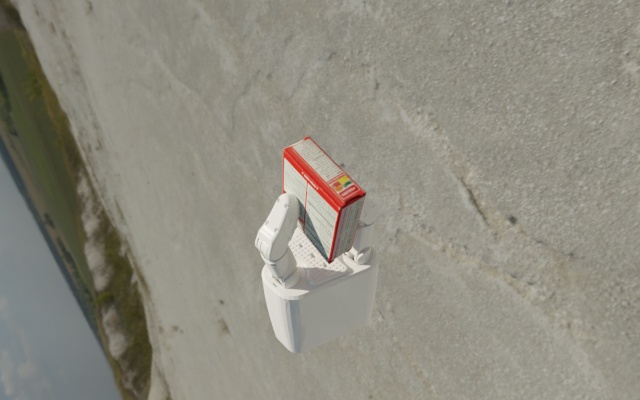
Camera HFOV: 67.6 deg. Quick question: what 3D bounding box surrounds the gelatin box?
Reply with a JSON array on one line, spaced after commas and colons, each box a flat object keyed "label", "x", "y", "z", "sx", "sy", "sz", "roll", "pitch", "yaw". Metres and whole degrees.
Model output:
[{"label": "gelatin box", "x": 0.000, "y": 0.001, "z": 0.407, "sx": 0.030, "sy": 0.073, "sz": 0.089, "roll": -31, "pitch": -28, "yaw": -24}]
